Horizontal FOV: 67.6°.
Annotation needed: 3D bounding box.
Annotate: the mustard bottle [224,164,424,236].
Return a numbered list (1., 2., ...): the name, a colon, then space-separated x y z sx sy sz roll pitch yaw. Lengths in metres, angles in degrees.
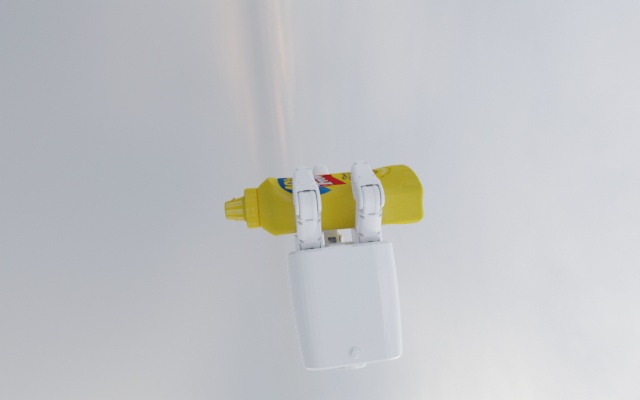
1. mustard bottle: 0.000 0.001 0.486 0.191 0.058 0.096 -6 17 -5
